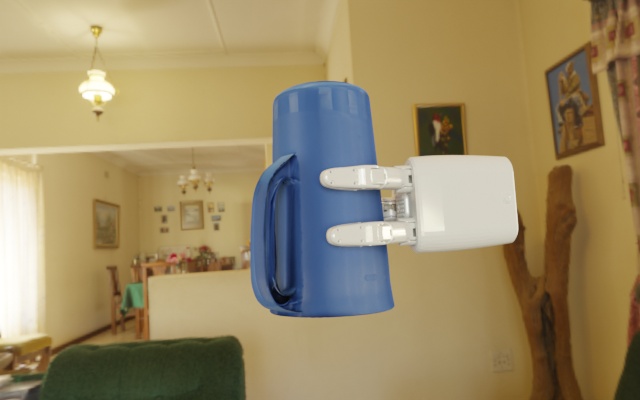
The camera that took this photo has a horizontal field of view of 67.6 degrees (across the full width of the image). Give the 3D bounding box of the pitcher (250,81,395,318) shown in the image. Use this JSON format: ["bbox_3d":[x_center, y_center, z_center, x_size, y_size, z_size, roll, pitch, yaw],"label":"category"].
[{"bbox_3d":[0.000,0.002,0.512,0.145,0.243,0.149,-3,-5,-4],"label":"pitcher"}]
